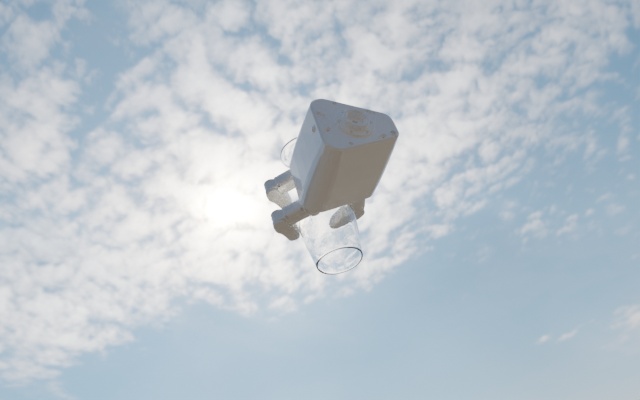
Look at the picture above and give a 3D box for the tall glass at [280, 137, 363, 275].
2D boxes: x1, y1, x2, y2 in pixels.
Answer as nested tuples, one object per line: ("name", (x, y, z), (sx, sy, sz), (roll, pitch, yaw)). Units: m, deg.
("tall glass", (0.000, 0.002, 0.666), (0.079, 0.201, 0.079), (-11, -37, -9))
